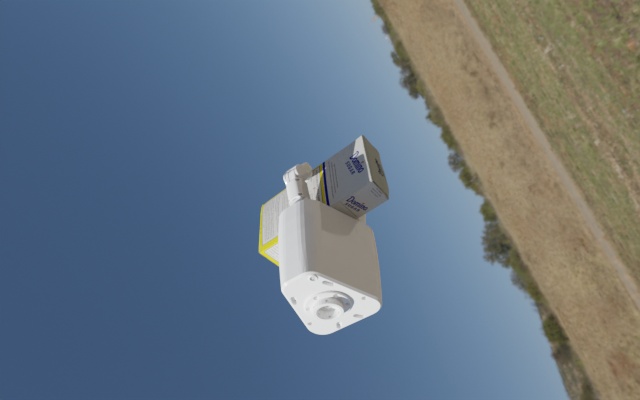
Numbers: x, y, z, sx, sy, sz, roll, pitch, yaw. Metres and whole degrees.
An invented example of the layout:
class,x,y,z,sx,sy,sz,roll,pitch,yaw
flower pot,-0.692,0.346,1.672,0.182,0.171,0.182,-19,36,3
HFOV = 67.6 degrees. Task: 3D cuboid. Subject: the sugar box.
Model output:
class,x,y,z,sx,sy,sz,roll,pitch,yaw
sugar box,0.000,0.002,0.605,0.176,0.093,0.048,-31,-53,22
